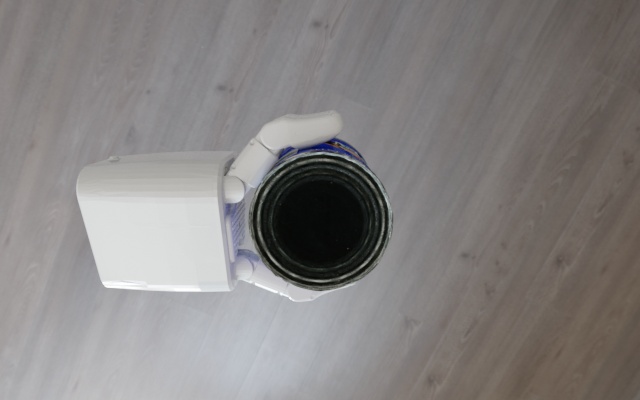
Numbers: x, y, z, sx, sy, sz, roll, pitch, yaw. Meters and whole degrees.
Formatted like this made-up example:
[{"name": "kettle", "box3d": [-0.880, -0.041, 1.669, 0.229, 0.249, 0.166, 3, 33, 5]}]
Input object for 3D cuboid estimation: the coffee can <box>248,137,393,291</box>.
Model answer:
[{"name": "coffee can", "box3d": [0.000, 0.001, 0.403, 0.103, 0.103, 0.140, 0, 12, 0]}]
